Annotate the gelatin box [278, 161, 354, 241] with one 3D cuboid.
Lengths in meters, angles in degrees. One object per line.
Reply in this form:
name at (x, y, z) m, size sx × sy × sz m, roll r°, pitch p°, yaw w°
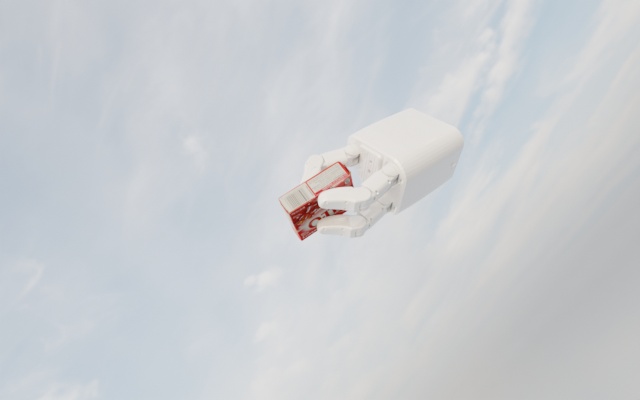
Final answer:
gelatin box at (0.000, 0.002, 0.583) m, size 0.089 × 0.030 × 0.073 m, roll -32°, pitch -31°, yaw -8°
